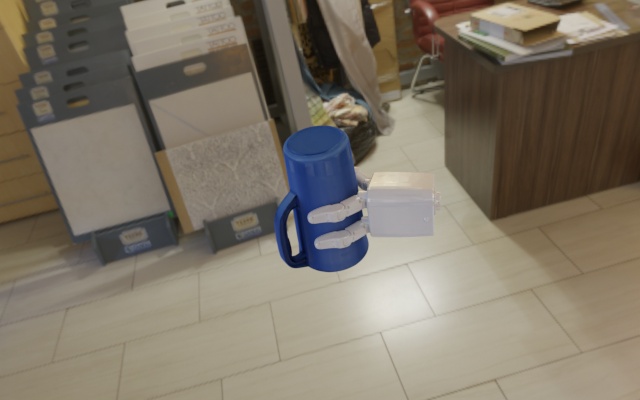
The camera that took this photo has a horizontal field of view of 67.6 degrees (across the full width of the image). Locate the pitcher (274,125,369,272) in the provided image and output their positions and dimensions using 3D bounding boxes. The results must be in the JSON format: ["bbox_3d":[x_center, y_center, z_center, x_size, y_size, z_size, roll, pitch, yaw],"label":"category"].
[{"bbox_3d":[0.000,0.003,0.828,0.145,0.243,0.149,1,38,15],"label":"pitcher"}]
